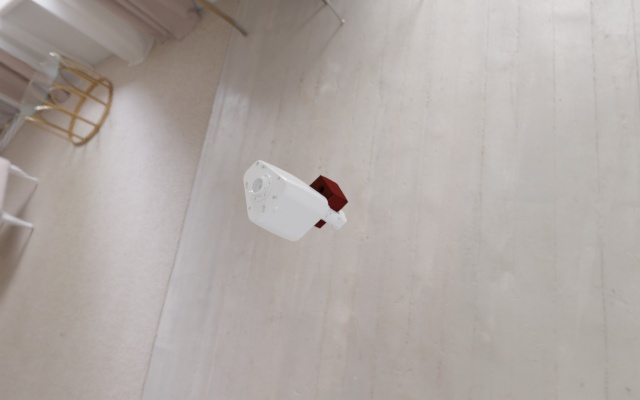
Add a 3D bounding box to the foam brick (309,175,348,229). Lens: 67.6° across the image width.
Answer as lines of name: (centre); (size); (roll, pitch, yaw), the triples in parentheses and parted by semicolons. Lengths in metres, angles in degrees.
foam brick: (0.000, 0.003, 0.865); (0.051, 0.078, 0.053); (29, 22, -47)
